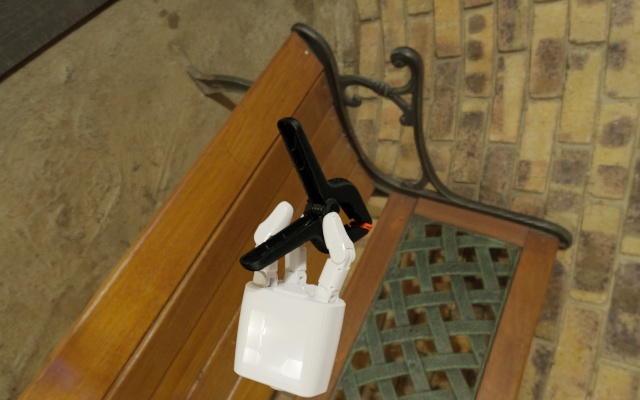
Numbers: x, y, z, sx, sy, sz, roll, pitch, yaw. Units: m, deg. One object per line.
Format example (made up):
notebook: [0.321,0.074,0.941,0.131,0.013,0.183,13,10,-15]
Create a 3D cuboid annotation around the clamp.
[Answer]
clamp: [0.001,0.002,0.561,0.036,0.164,0.210,12,2,38]
